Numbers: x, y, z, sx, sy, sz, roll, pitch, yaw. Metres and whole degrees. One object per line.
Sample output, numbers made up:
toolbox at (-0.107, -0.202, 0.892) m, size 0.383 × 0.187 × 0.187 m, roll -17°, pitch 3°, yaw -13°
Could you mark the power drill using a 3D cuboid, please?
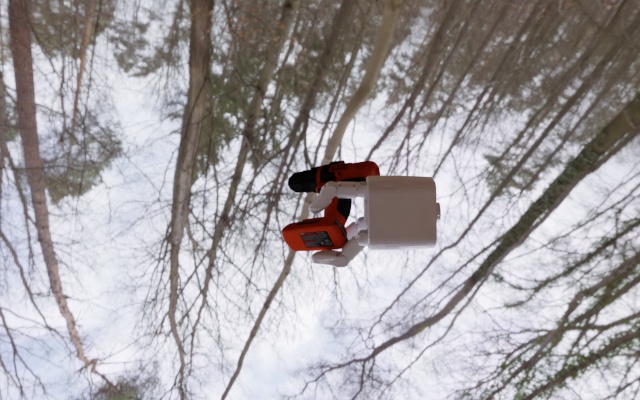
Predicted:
power drill at (0.000, 0.003, 0.832) m, size 0.184 × 0.057 × 0.187 m, roll -7°, pitch 40°, yaw 29°
